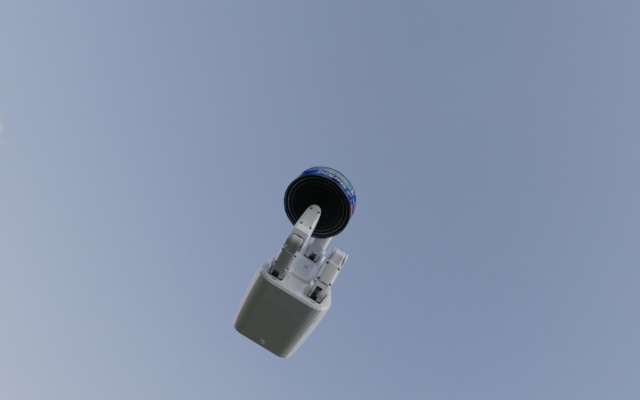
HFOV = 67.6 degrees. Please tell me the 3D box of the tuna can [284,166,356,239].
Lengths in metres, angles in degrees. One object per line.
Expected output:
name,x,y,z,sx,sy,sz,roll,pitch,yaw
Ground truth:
tuna can,0.000,0.002,0.591,0.086,0.086,0.033,0,24,20
